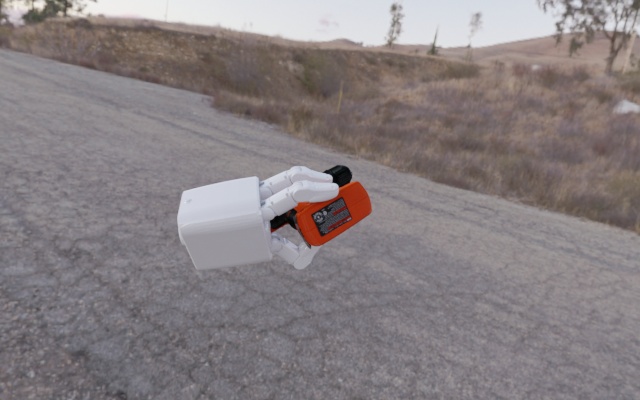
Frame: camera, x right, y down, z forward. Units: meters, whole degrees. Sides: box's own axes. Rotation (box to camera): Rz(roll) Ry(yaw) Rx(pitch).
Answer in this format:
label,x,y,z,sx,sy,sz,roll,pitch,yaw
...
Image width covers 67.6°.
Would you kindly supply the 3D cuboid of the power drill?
label,x,y,z,sx,sy,sz,roll,pitch,yaw
power drill,0.000,0.002,0.716,0.184,0.057,0.187,-32,15,-16
